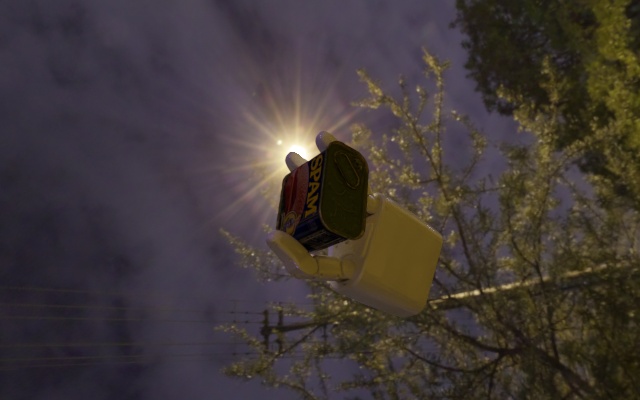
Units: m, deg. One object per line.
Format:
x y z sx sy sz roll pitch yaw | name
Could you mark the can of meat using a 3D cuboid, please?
0.000 0.002 0.499 0.057 0.102 0.084 25 -33 -30 | can of meat
